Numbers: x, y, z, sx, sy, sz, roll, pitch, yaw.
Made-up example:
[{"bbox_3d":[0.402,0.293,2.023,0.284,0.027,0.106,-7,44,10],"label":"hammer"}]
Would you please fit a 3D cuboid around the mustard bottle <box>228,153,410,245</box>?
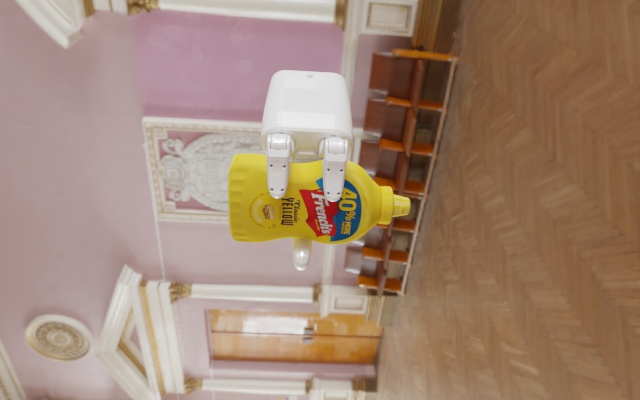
[{"bbox_3d":[0.000,0.002,0.514,0.191,0.096,0.058,3,28,-3],"label":"mustard bottle"}]
